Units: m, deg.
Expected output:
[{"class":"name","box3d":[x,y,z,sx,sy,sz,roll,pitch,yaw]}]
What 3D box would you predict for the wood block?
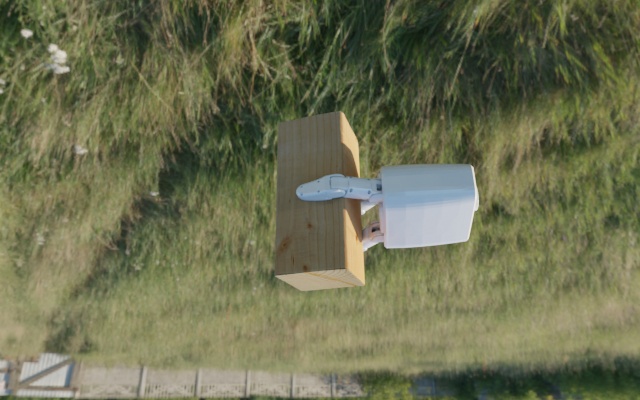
[{"class":"wood block","box3d":[0.000,0.002,0.614,0.090,0.206,0.091,-8,-24,16]}]
